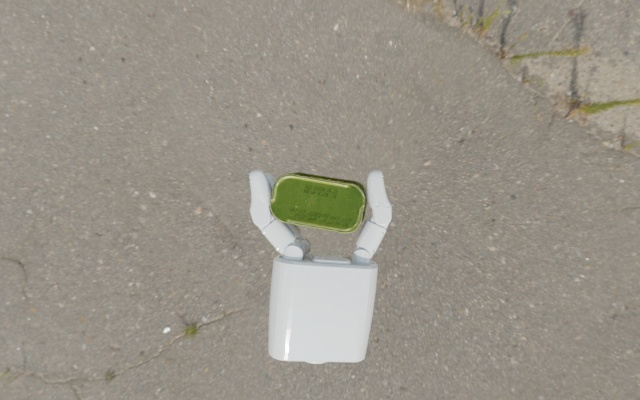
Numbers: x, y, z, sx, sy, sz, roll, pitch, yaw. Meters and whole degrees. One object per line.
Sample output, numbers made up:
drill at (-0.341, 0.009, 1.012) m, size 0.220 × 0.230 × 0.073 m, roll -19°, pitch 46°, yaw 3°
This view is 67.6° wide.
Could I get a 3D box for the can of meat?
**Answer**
can of meat at (0.000, 0.002, 0.522) m, size 0.102 × 0.057 × 0.084 m, roll 9°, pitch 3°, yaw 5°
